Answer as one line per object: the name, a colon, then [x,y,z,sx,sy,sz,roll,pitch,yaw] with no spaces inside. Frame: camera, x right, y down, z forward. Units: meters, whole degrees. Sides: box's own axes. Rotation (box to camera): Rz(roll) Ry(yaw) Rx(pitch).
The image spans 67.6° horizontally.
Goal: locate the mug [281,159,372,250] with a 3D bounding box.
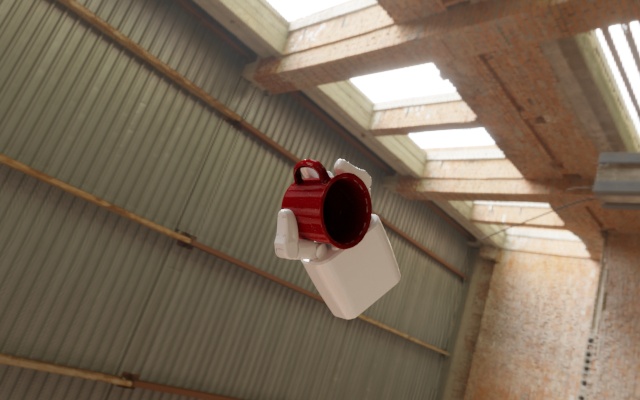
mug: [-0.001,0.001,0.600,0.081,0.117,0.093,2,35,46]
